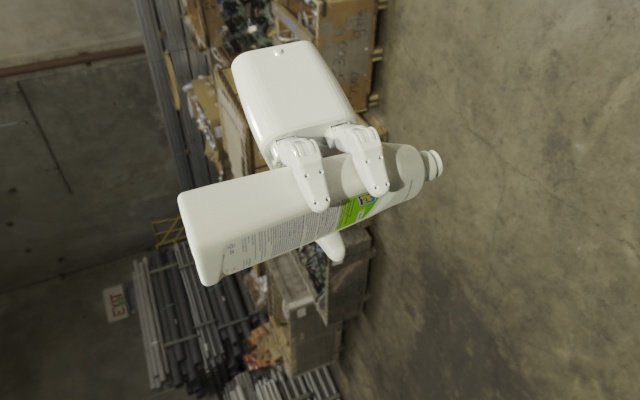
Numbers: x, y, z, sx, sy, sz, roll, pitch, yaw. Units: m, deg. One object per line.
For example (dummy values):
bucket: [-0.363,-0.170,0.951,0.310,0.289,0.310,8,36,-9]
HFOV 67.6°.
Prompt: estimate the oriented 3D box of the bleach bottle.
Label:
bleach bottle: [0.000,0.001,0.455,0.251,0.068,0.103,-17,-25,-17]
